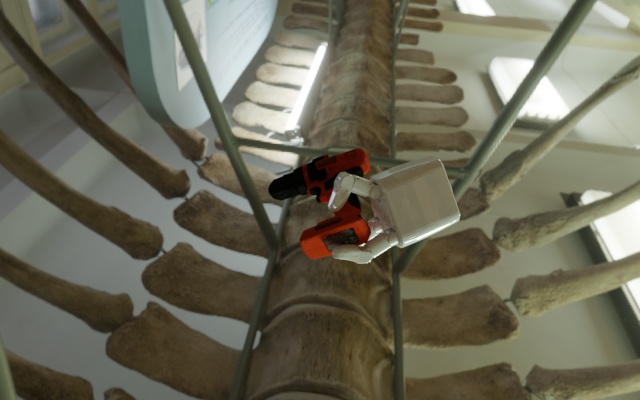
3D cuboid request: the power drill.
[{"bbox_3d":[0.000,0.003,0.777,0.184,0.187,0.057,-20,-47,12],"label":"power drill"}]
